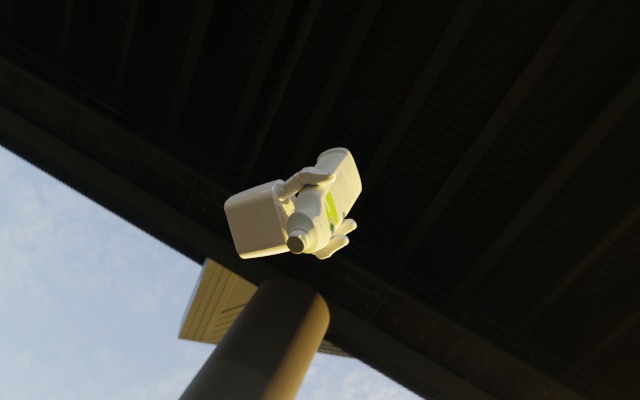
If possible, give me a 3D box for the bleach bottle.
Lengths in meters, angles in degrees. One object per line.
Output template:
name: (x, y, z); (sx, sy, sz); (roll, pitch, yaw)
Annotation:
bleach bottle: (0.000, 0.003, 0.782); (0.068, 0.102, 0.250); (-14, 20, 25)
